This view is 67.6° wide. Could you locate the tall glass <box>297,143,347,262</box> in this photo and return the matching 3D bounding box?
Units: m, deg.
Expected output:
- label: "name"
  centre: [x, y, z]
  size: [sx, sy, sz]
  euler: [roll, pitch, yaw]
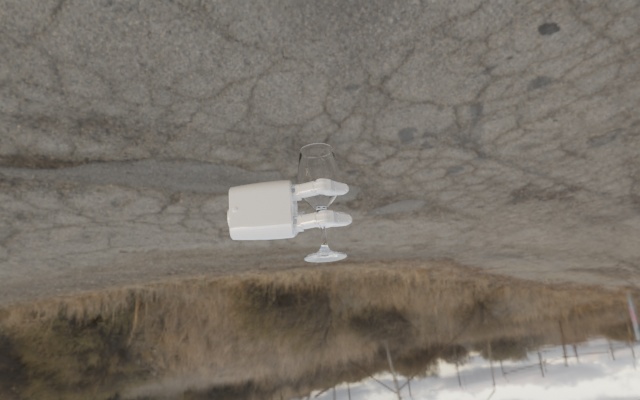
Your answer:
- label: "tall glass"
  centre: [0.000, 0.003, 0.840]
  size: [0.079, 0.201, 0.079]
  euler: [-4, -18, -1]
